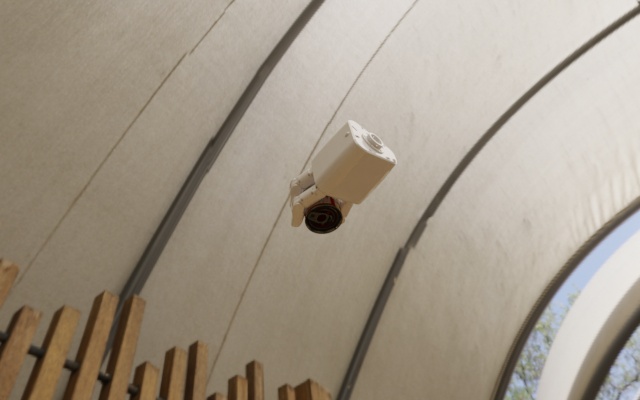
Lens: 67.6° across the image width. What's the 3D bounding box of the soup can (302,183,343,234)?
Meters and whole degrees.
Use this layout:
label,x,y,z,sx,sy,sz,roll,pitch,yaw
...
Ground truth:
label,x,y,z,sx,sy,sz,roll,pitch,yaw
soup can,0.000,0.003,0.881,0.068,0.069,0.102,0,39,-9
